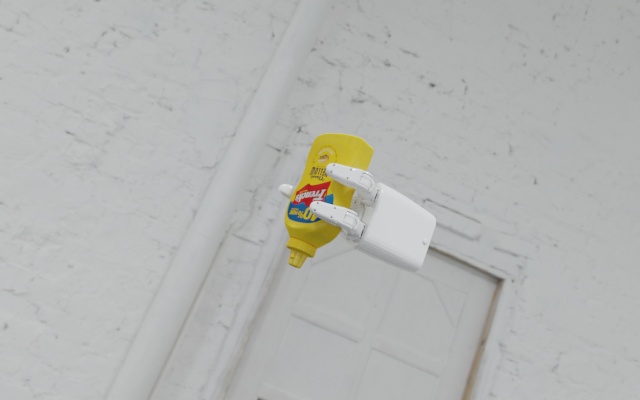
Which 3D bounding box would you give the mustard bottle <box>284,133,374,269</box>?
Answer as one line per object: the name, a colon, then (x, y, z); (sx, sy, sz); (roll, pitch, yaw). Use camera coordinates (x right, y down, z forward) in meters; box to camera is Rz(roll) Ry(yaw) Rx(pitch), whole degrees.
mustard bottle: (0.000, 0.002, 0.660); (0.096, 0.191, 0.058); (10, -18, 42)
